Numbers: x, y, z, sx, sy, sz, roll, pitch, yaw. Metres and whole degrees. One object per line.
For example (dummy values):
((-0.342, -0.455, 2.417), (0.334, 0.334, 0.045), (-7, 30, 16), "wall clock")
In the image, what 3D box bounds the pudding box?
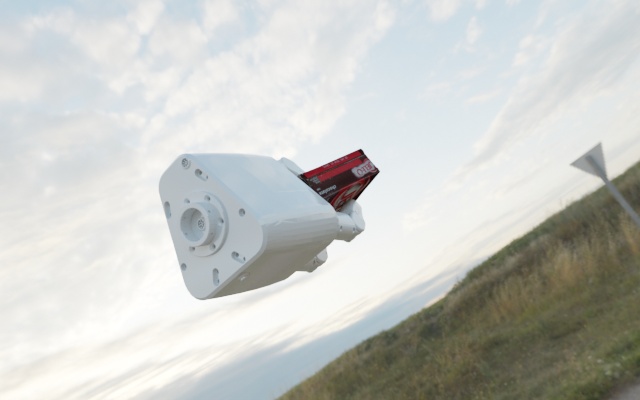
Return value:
((0.000, 0.002, 0.506), (0.090, 0.039, 0.113), (-25, -17, -36), "pudding box")
